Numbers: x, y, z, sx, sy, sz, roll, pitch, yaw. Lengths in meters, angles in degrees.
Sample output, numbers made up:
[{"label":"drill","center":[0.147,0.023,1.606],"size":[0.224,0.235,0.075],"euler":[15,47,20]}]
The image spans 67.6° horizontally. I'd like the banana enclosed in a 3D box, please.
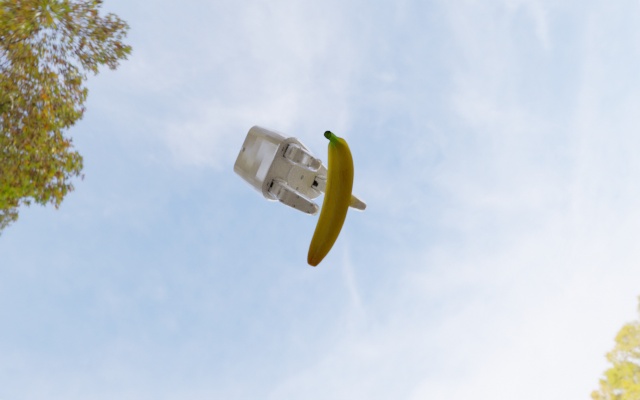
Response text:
[{"label":"banana","center":[0.014,-0.005,0.655],"size":[0.069,0.198,0.037],"euler":[-15,30,-41]}]
